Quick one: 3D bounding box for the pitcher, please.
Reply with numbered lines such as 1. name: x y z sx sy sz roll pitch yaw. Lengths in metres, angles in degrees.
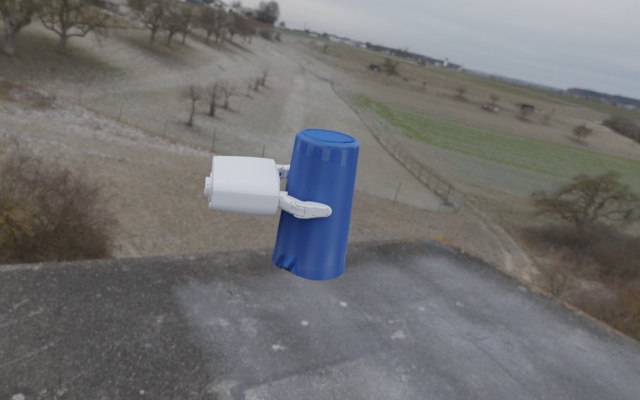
1. pitcher: 0.000 0.003 0.836 0.145 0.243 0.149 4 20 -15
